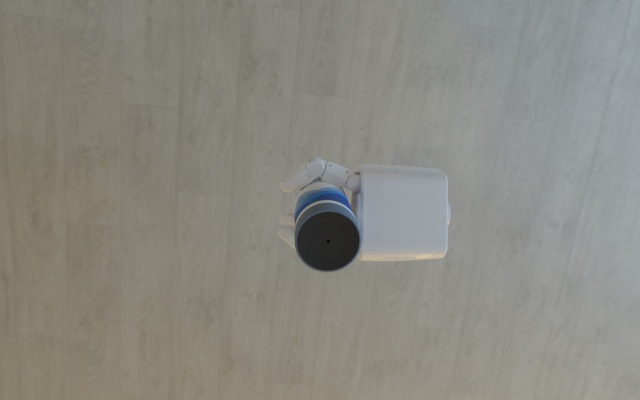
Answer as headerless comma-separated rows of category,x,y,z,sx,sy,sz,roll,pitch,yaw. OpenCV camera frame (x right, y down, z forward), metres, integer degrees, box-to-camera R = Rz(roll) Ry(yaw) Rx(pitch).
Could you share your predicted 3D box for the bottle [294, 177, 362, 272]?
bottle,0.000,0.002,0.610,0.069,0.069,0.295,0,15,-3
